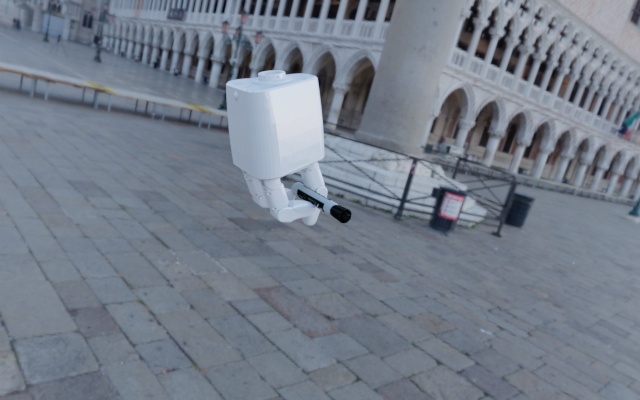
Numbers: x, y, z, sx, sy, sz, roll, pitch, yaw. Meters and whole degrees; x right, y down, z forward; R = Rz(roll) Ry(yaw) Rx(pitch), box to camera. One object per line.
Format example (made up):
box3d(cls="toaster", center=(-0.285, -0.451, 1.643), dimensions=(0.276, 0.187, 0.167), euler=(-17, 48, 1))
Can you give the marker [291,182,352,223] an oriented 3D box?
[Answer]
box3d(cls="marker", center=(0.000, 0.002, 0.621), dimensions=(0.020, 0.020, 0.121), euler=(0, 18, -35))
